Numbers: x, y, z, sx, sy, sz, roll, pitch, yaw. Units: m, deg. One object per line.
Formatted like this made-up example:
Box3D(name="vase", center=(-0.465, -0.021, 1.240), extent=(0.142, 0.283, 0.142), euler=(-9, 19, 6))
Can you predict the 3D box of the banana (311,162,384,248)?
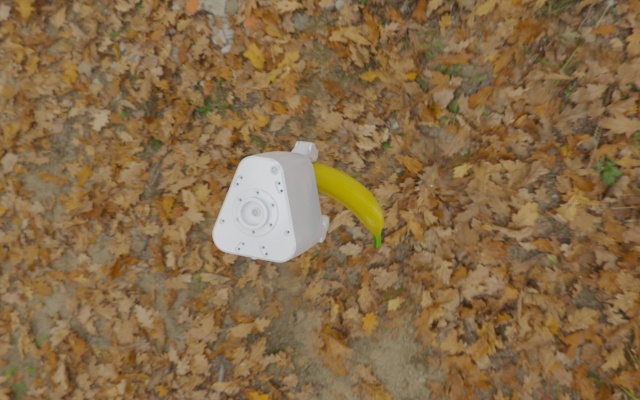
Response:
Box3D(name="banana", center=(0.012, -0.011, 0.654), extent=(0.198, 0.070, 0.037), euler=(33, 17, 6))
